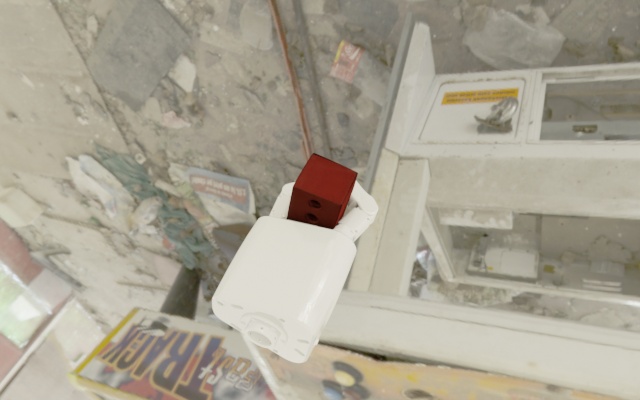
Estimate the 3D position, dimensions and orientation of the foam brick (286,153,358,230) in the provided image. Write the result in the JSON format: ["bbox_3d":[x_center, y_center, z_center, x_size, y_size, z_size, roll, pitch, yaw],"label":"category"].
[{"bbox_3d":[0.000,0.001,0.499,0.053,0.051,0.078,23,-40,8],"label":"foam brick"}]
